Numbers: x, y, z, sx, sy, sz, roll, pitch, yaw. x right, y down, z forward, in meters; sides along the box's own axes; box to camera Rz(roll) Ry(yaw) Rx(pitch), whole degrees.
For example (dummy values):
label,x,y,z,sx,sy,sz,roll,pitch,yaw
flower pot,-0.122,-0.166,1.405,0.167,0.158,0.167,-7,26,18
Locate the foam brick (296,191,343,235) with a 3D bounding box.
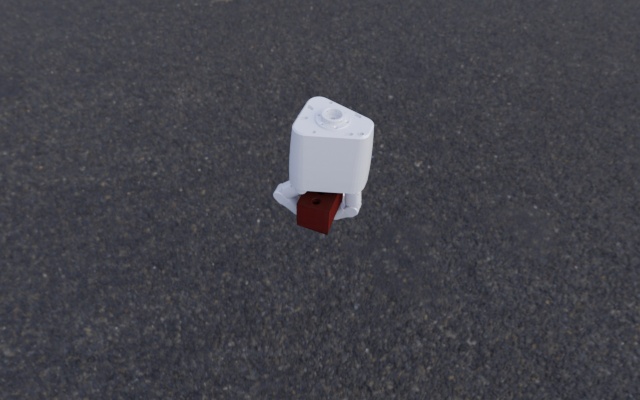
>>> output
label,x,y,z,sx,sy,sz,roll,pitch,yaw
foam brick,0.000,0.003,0.739,0.053,0.078,0.051,16,-41,11
